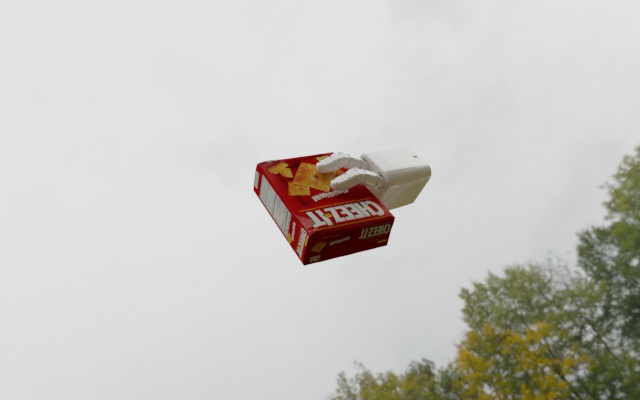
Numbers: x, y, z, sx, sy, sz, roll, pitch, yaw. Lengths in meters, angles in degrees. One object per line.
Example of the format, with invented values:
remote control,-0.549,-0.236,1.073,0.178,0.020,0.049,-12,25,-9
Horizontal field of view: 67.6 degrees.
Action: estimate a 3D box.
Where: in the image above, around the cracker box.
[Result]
cracker box,0.000,0.003,0.826,0.164,0.072,0.213,-10,40,-28
